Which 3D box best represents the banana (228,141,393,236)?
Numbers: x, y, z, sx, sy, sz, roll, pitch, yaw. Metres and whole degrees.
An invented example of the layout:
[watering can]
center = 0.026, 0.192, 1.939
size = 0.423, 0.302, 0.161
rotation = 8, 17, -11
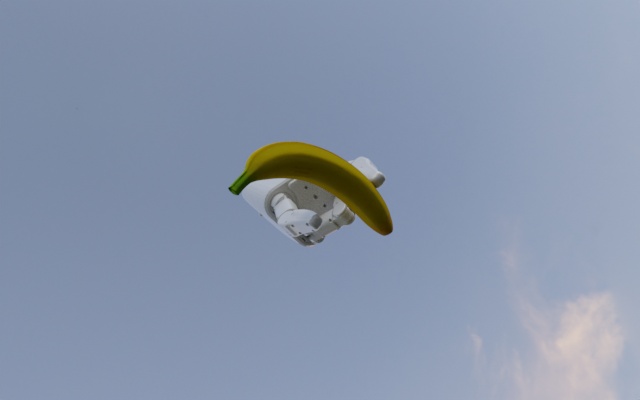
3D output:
[banana]
center = 0.003, -0.017, 0.492
size = 0.198, 0.069, 0.037
rotation = 16, 2, -29
